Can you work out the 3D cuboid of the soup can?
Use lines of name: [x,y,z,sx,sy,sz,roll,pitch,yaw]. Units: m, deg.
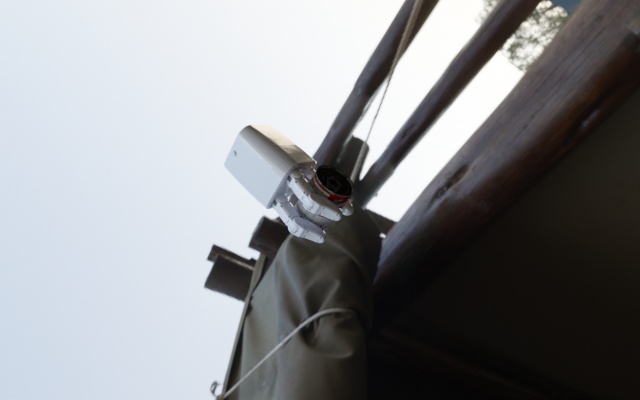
soup can: [0.000,0.003,0.765,0.068,0.068,0.102,0,-43,-38]
